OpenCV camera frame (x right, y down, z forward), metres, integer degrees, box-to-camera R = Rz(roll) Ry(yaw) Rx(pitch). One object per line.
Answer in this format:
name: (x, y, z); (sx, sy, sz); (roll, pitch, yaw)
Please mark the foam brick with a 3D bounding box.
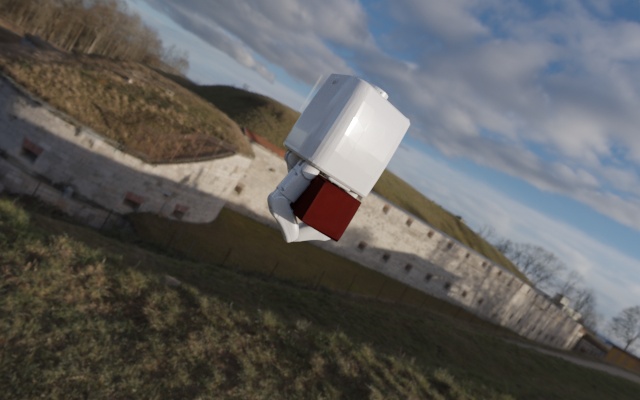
foam brick: (0.000, 0.002, 0.540); (0.053, 0.051, 0.078); (31, 4, -25)
